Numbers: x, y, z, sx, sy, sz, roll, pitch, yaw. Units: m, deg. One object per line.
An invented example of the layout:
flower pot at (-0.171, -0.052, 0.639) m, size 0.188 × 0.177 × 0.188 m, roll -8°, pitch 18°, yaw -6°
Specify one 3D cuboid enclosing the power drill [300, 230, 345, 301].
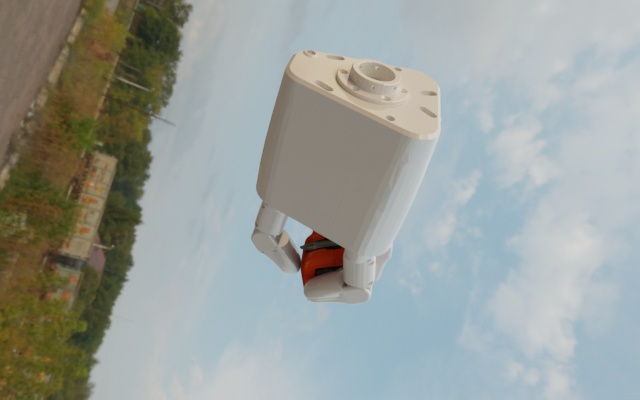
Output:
power drill at (0.000, 0.002, 0.482) m, size 0.057 × 0.187 × 0.184 m, roll -8°, pitch -30°, yaw -3°
